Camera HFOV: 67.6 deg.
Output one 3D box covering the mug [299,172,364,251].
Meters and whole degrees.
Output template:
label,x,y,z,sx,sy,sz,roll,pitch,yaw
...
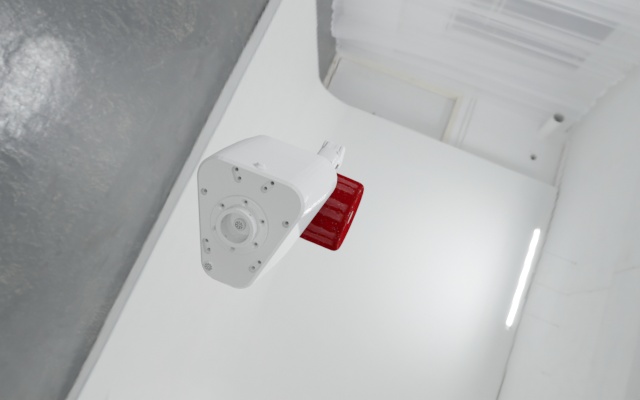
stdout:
label,x,y,z,sx,sy,sz,roll,pitch,yaw
mug,0.001,0.002,0.541,0.081,0.093,0.117,23,20,8
